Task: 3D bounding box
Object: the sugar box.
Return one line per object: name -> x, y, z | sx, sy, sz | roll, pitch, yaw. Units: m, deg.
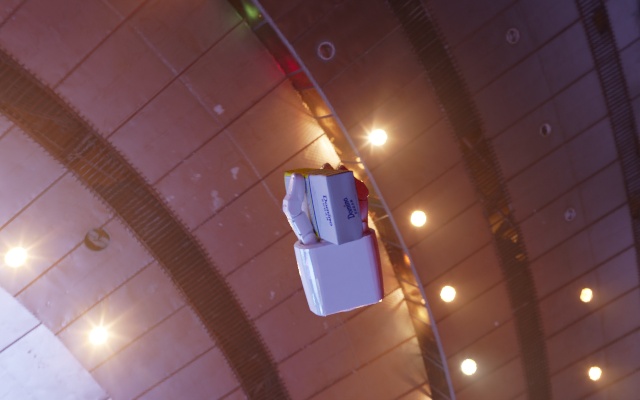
sugar box -> 0.001, 0.002, 0.683 | 0.048, 0.093, 0.176 | -14, 11, -23
